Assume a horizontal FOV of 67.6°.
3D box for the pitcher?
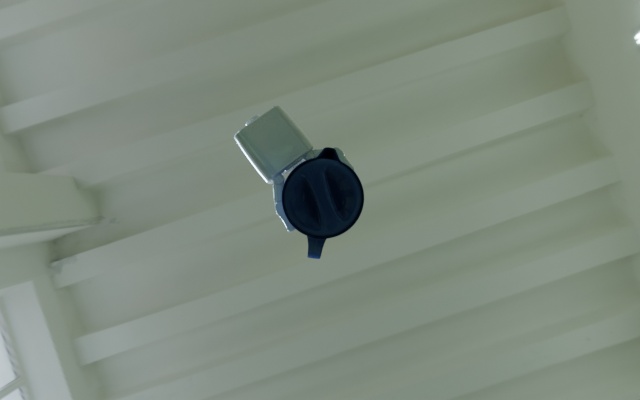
[{"bbox_3d":[0.000,0.003,0.882,0.149,0.145,0.243,-38,2,0],"label":"pitcher"}]
